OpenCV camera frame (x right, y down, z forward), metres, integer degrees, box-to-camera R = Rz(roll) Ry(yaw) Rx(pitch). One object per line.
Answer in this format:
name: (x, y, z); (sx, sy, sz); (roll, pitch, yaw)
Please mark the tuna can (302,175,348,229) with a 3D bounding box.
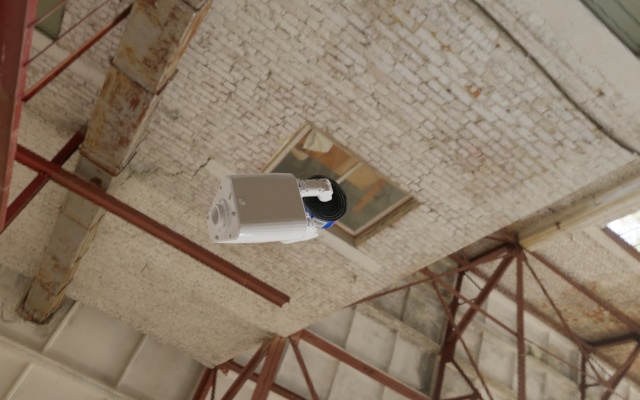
tuna can: (0.000, 0.003, 0.793); (0.086, 0.086, 0.034); (0, -27, -31)
